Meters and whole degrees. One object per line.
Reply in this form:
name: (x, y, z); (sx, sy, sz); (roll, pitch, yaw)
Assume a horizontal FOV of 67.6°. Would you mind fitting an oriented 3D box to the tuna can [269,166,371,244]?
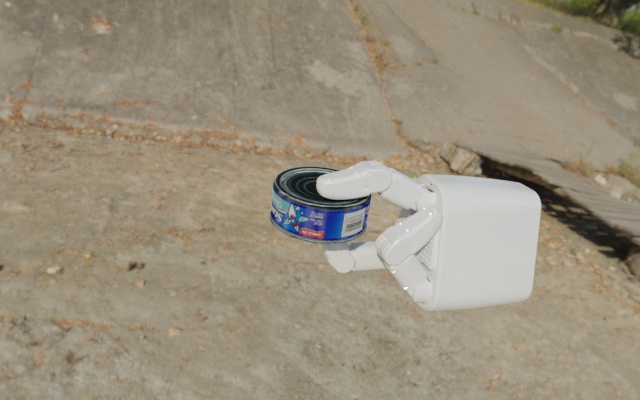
tuna can: (0.000, 0.001, 0.411); (0.086, 0.034, 0.086); (6, 25, -3)
